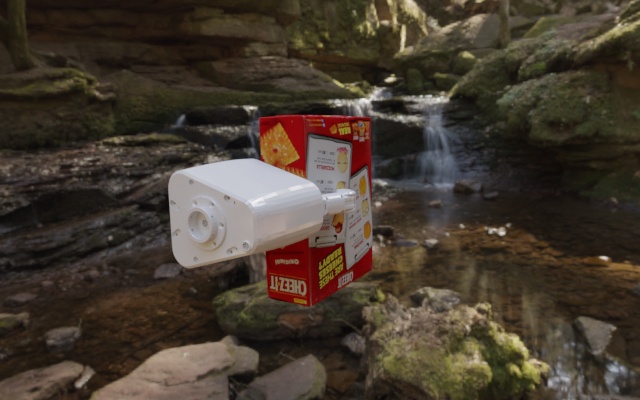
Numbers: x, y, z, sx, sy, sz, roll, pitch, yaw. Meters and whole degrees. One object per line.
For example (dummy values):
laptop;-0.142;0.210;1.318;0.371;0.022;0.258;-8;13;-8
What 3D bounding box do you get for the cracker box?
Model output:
cracker box;0.000;0.002;0.600;0.072;0.214;0.164;4;10;32
